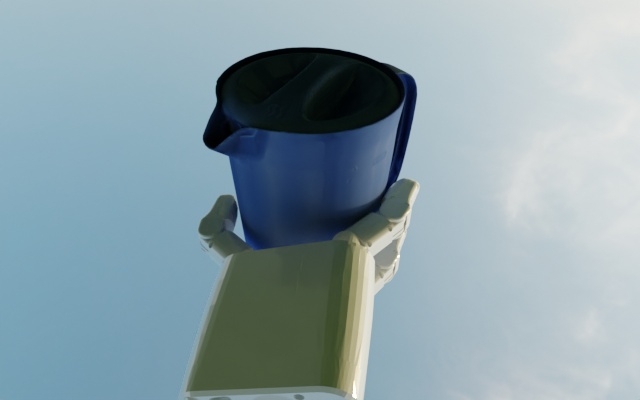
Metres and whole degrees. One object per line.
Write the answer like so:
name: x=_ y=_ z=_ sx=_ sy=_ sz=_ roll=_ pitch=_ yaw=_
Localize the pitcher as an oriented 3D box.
pitcher: x=0.000 y=0.001 z=0.414 sx=0.149 sy=0.243 sz=0.145 roll=5 pitch=41 yaw=4
